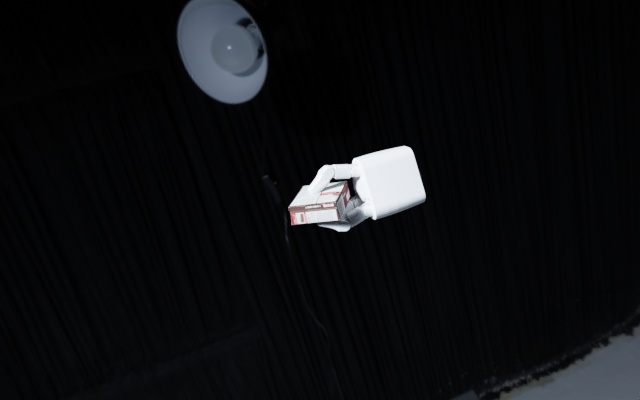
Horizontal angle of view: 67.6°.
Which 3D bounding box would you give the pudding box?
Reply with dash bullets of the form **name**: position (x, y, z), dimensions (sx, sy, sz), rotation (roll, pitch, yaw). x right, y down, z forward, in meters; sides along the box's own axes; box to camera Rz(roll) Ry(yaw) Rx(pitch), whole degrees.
- **pudding box**: position (0.000, 0.003, 0.863), dimensions (0.090, 0.039, 0.113), rotation (-7, 18, 15)
